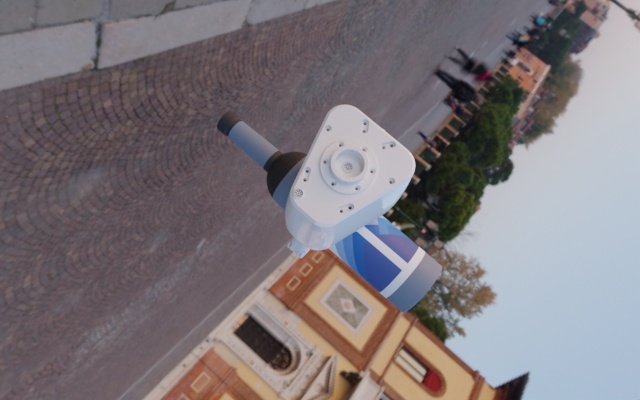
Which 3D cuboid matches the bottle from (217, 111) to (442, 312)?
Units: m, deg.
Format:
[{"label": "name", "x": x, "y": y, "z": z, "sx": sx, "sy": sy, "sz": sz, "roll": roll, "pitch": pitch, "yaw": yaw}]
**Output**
[{"label": "bottle", "x": 0.000, "y": 0.002, "z": 0.537, "sx": 0.295, "sy": 0.069, "sz": 0.069, "roll": 41, "pitch": 5, "yaw": 6}]
